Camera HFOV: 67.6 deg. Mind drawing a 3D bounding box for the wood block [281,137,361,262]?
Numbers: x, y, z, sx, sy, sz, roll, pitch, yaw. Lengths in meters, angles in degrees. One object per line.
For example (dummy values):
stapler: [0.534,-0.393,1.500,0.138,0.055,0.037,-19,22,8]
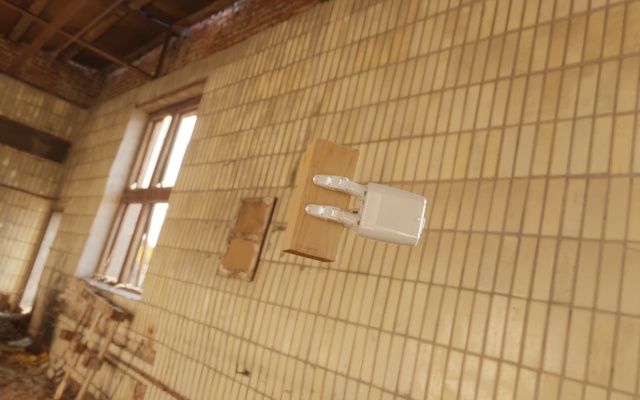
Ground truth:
wood block: [0.000,0.003,0.881,0.090,0.206,0.091,16,-12,-10]
